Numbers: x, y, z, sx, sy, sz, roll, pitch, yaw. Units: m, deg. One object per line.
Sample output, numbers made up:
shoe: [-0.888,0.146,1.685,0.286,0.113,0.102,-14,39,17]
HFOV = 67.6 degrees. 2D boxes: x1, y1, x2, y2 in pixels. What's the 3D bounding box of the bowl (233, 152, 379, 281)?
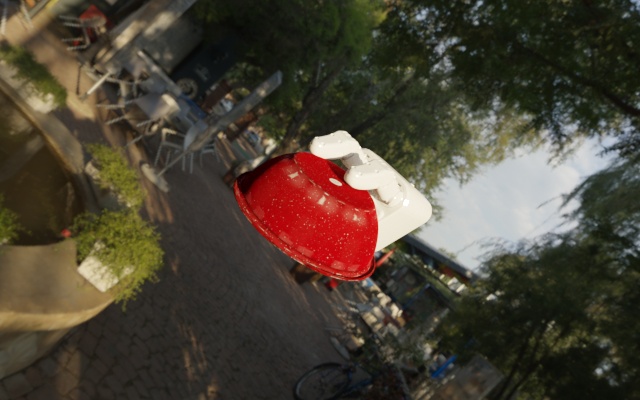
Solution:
bowl: [0.000,0.001,0.460,0.162,0.055,0.162,30,21,-13]
